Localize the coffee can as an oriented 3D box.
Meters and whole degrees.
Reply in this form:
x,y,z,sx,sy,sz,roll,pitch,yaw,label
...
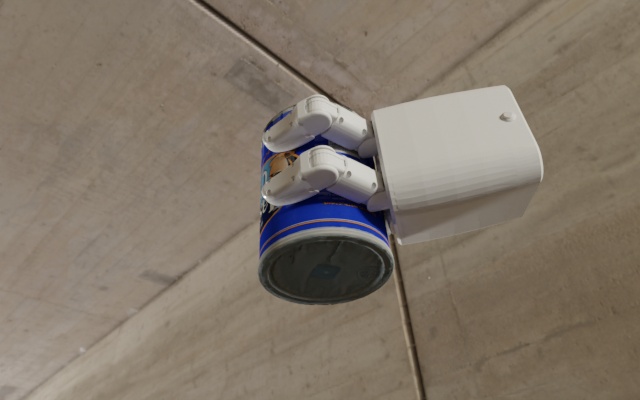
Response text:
x,y,z,sx,sy,sz,roll,pitch,yaw,label
0.000,0.002,0.401,0.103,0.140,0.103,-3,-39,-2,coffee can
